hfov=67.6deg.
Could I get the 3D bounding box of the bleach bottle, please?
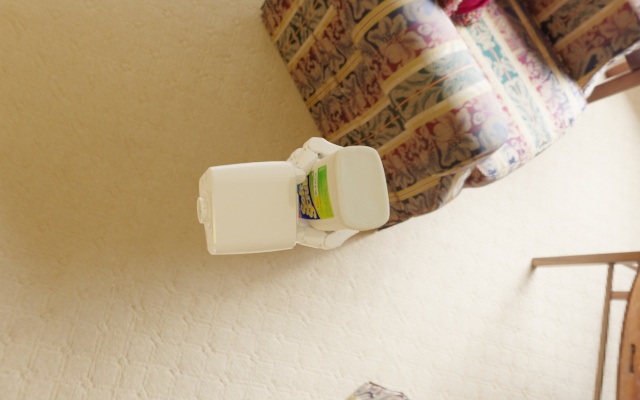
[{"bbox_3d":[0.000,0.002,0.658,0.068,0.102,0.251,-4,-8,-24],"label":"bleach bottle"}]
